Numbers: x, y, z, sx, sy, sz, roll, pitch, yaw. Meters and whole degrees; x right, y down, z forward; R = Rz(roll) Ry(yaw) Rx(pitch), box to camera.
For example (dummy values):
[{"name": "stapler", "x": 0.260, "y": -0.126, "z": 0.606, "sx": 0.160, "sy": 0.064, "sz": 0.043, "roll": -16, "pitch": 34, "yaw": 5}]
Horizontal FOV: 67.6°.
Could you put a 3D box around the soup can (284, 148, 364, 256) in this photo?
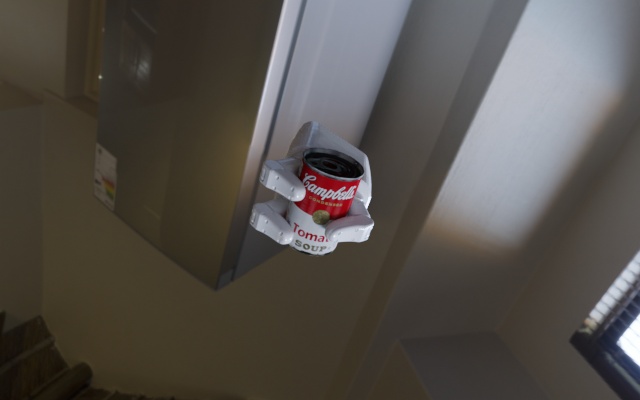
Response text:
[{"name": "soup can", "x": 0.000, "y": 0.002, "z": 0.528, "sx": 0.068, "sy": 0.102, "sz": 0.068, "roll": 14, "pitch": 28, "yaw": -8}]
